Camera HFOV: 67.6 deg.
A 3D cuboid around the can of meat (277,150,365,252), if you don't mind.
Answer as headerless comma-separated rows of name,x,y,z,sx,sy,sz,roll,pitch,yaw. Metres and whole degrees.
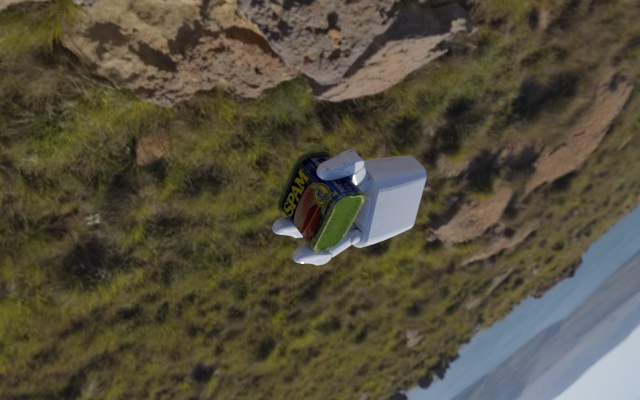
can of meat,0.000,0.002,0.603,0.057,0.102,0.084,-11,49,-40
